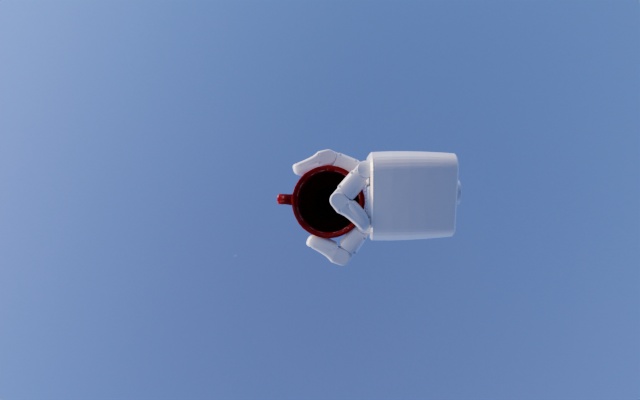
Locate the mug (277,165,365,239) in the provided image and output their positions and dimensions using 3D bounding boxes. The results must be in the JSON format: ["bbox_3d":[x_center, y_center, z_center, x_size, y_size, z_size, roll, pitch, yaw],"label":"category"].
[{"bbox_3d":[-0.001,0.002,0.644,0.117,0.093,0.081,1,-1,3],"label":"mug"}]
